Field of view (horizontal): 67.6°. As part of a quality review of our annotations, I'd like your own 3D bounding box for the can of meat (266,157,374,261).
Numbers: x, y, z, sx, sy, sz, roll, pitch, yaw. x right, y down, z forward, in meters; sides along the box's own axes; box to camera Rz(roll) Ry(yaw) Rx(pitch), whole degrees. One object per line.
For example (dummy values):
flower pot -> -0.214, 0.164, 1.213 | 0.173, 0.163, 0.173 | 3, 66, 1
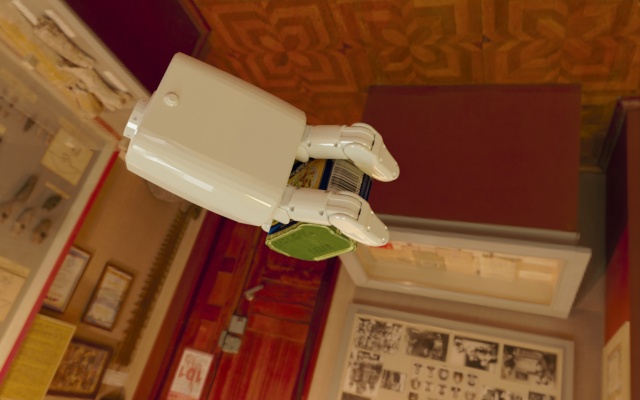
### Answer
can of meat -> 0.000, 0.002, 0.413 | 0.057, 0.084, 0.102 | 26, -26, -21
